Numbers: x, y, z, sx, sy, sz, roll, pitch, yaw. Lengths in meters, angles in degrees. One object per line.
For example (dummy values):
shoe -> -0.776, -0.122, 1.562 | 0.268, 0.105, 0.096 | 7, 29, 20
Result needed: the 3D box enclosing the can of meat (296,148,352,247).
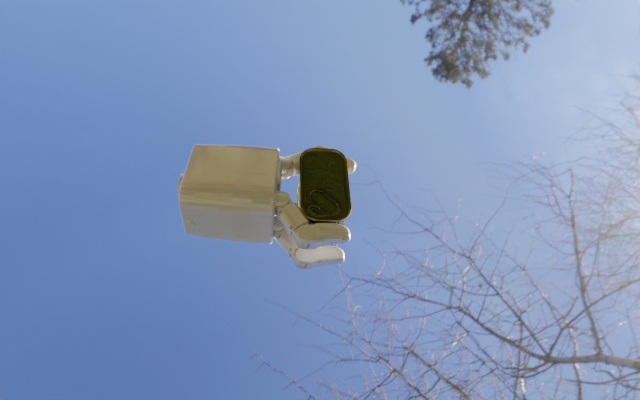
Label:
can of meat -> 0.000, 0.002, 0.582 | 0.057, 0.102, 0.084 | 1, -33, -8
